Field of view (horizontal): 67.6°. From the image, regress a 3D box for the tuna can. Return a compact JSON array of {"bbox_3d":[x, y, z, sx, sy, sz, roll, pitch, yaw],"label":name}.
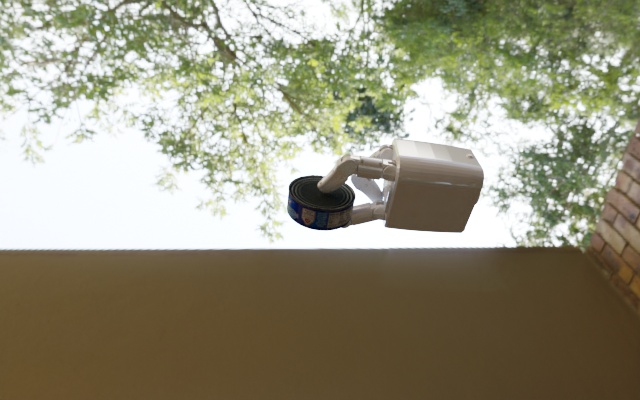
[{"bbox_3d":[0.000,0.002,0.606,0.086,0.034,0.086,7,31,-4],"label":"tuna can"}]
